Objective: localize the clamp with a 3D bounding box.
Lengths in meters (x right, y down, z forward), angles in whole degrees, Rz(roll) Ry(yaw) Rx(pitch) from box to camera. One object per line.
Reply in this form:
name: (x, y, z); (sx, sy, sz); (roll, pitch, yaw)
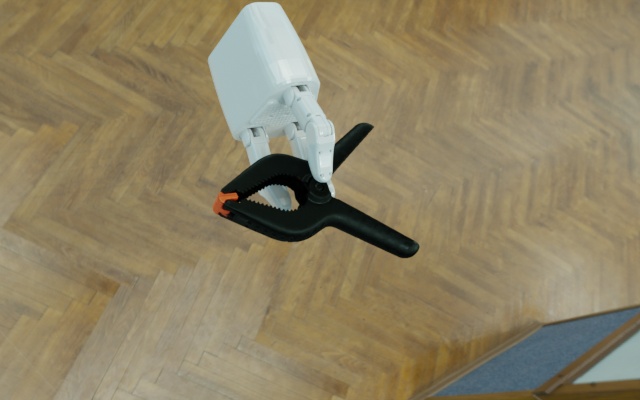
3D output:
clamp: (0.000, 0.001, 0.484); (0.210, 0.164, 0.036); (-13, -21, -30)
